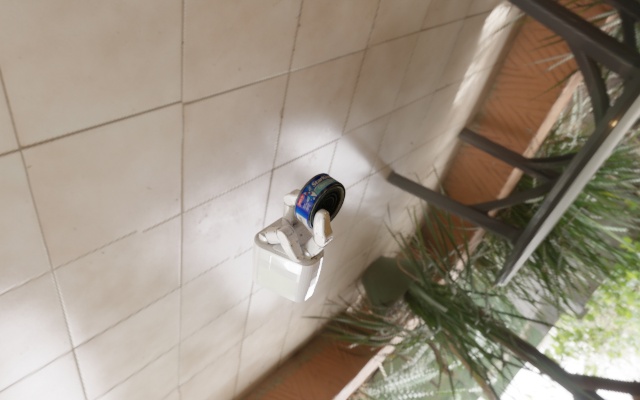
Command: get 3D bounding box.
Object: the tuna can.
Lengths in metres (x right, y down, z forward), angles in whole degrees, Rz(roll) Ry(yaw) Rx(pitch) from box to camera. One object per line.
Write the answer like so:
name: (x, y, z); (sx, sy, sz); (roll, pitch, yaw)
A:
tuna can: (0.001, 0.003, 0.742); (0.033, 0.086, 0.086); (34, 18, 28)
